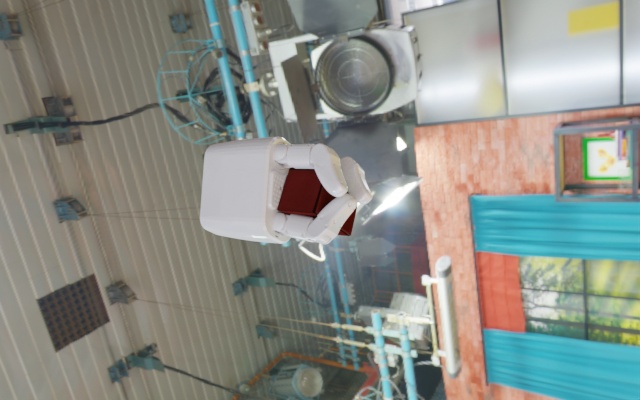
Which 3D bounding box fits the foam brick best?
[{"bbox_3d":[0.000,0.002,0.534,0.051,0.053,0.078,3,-20,35],"label":"foam brick"}]
